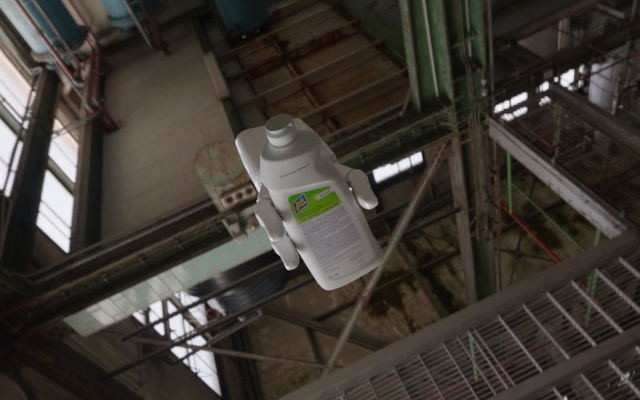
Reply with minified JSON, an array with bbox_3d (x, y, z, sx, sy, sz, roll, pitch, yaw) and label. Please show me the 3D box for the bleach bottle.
[{"bbox_3d":[0.000,0.002,0.570,0.102,0.251,0.068,-29,43,-7],"label":"bleach bottle"}]
